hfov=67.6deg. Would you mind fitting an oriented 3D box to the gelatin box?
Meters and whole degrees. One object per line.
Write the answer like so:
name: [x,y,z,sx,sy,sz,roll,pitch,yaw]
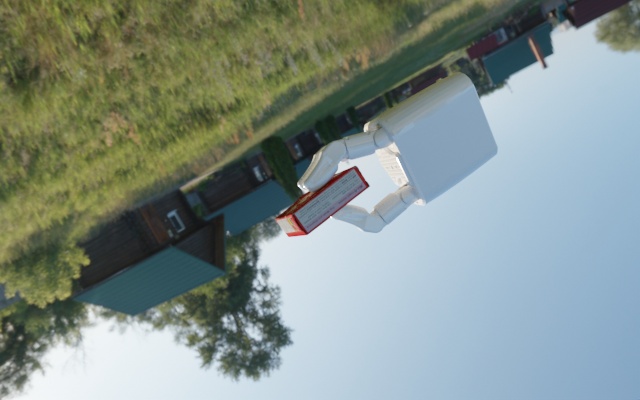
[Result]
gelatin box: [0.000,0.002,0.514,0.089,0.030,0.073,-38,7,-18]
